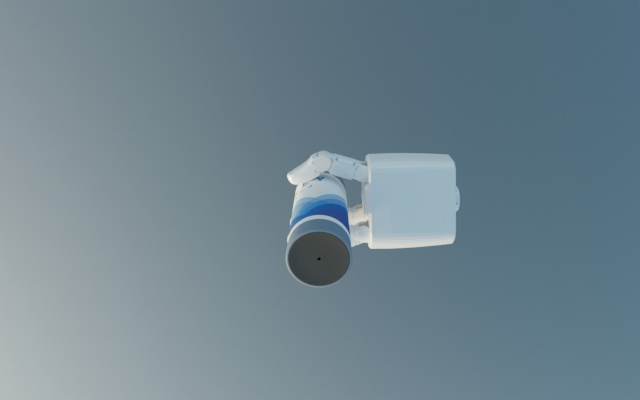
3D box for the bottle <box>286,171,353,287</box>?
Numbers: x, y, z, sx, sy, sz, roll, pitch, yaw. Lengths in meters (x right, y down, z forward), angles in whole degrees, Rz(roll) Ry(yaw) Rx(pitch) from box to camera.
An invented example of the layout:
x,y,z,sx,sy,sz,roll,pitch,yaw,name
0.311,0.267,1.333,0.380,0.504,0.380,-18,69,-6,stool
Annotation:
x,y,z,sx,sy,sz,roll,pitch,yaw,name
0.000,0.002,0.608,0.069,0.069,0.295,0,23,1,bottle
